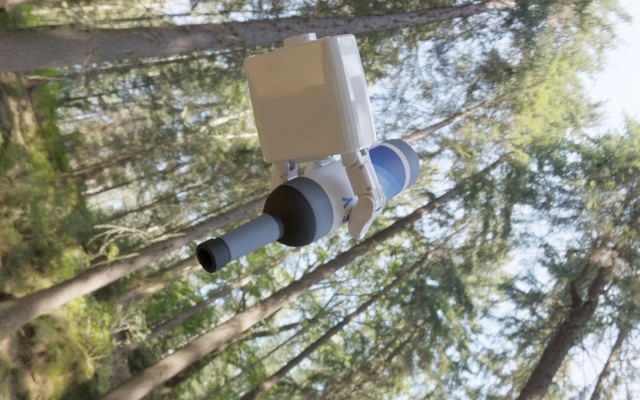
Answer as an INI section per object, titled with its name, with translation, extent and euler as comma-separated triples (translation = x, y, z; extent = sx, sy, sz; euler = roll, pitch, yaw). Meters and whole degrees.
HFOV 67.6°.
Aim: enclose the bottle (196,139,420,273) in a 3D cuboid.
[bottle]
translation = 0.000, 0.002, 0.500
extent = 0.069, 0.069, 0.295
euler = 0, 19, 44
